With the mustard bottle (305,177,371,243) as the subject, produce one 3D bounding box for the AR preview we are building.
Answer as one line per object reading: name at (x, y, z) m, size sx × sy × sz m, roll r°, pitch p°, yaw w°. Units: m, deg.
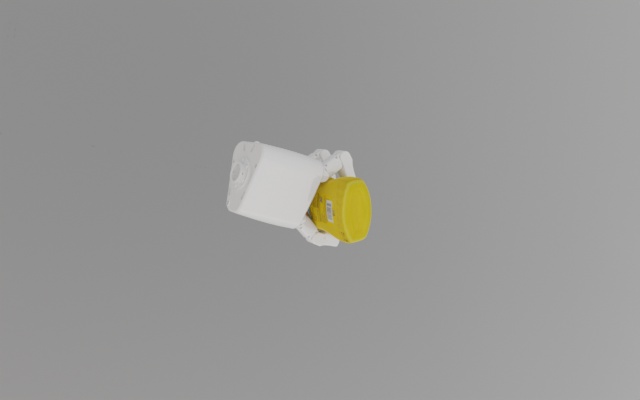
mustard bottle at (0.001, 0.003, 0.771) m, size 0.058 × 0.096 × 0.191 m, roll -14°, pitch 17°, yaw -33°
